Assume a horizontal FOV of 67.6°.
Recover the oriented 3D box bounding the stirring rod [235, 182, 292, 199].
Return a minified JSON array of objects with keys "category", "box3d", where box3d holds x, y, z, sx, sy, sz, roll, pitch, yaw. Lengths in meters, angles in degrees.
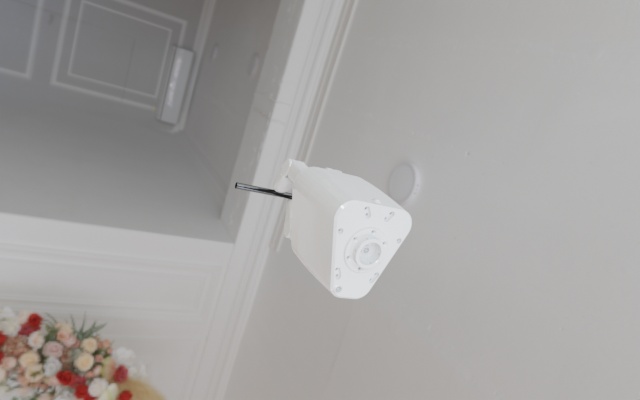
[{"category":"stirring rod","box3d":[0.000,0.002,0.645,0.239,0.011,0.011,11,-5,-28]}]
